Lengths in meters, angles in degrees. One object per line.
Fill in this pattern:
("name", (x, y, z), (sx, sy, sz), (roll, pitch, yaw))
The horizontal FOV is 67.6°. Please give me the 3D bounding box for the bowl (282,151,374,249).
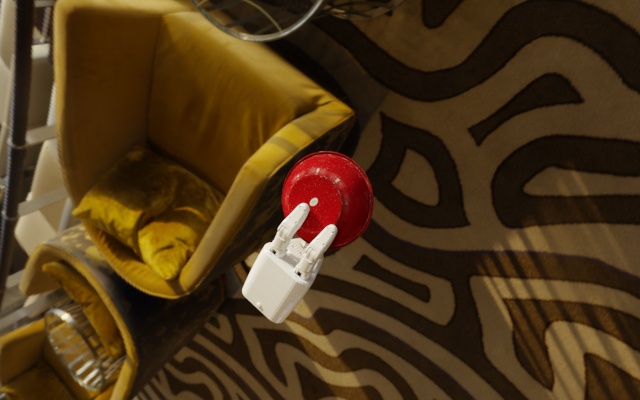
("bowl", (0.000, 0.001, 0.758), (0.162, 0.162, 0.055), (0, 5, 22))
